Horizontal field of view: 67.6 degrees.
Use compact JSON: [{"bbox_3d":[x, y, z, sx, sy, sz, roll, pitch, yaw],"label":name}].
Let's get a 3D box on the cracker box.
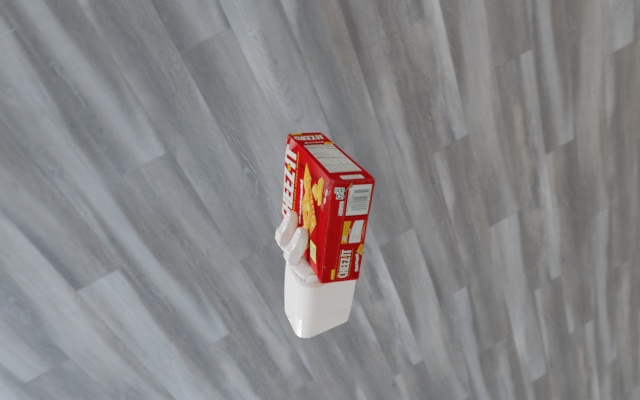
[{"bbox_3d":[0.000,0.003,0.750,0.072,0.164,0.213,-3,26,-21],"label":"cracker box"}]
